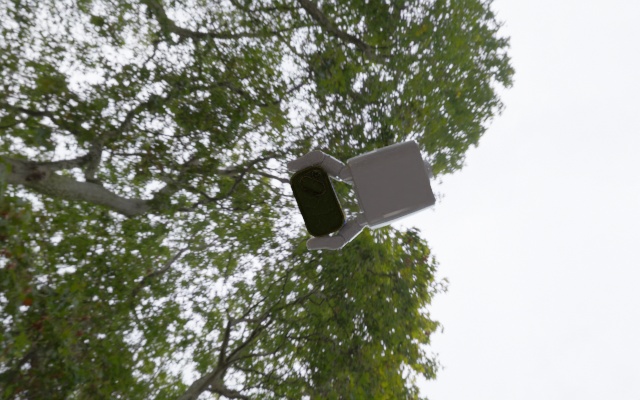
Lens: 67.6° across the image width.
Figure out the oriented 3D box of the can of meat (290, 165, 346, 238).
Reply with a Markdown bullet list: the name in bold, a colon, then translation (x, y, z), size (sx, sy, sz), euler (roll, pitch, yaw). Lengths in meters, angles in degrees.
- **can of meat**: translation (0.000, 0.002, 0.724), size (0.057, 0.102, 0.084), euler (-22, -4, 7)
